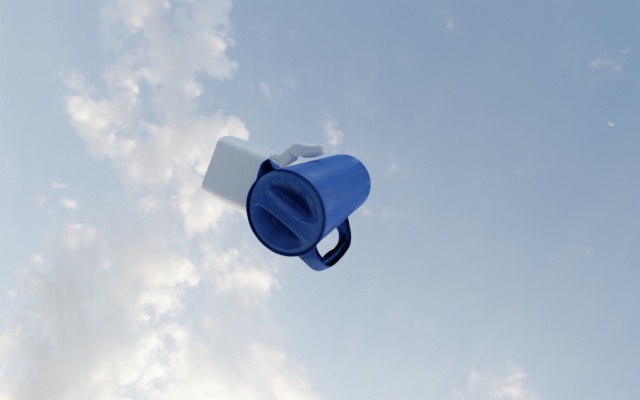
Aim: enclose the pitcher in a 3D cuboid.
[{"bbox_3d":[0.000,0.002,0.792,0.145,0.149,0.242,21,22,20],"label":"pitcher"}]
